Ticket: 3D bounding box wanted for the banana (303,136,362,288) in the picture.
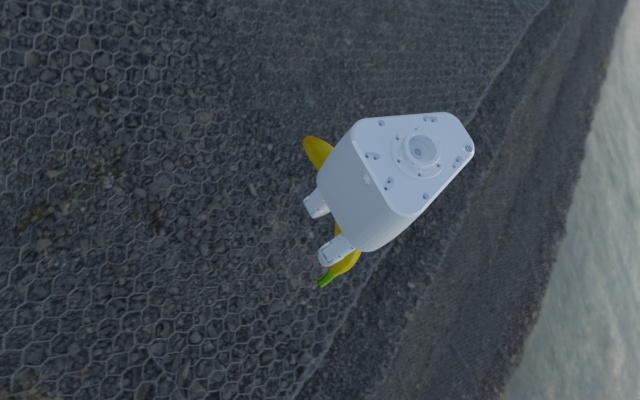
[{"bbox_3d":[0.019,0.003,0.585,0.069,0.197,0.037,-8,-21,6],"label":"banana"}]
